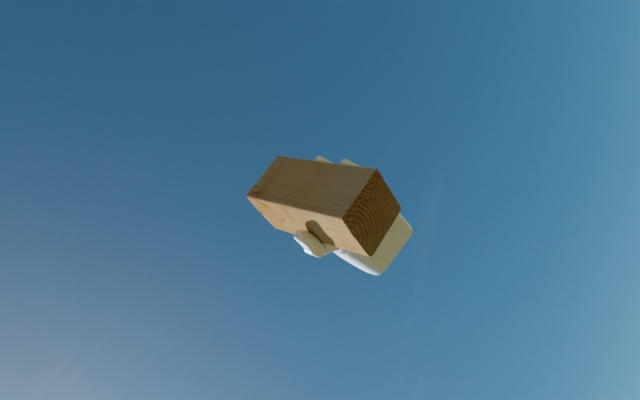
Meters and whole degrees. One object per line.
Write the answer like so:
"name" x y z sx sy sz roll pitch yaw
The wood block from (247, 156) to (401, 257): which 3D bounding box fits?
"wood block" 0.000 0.003 0.708 0.206 0.090 0.090 12 -32 45
